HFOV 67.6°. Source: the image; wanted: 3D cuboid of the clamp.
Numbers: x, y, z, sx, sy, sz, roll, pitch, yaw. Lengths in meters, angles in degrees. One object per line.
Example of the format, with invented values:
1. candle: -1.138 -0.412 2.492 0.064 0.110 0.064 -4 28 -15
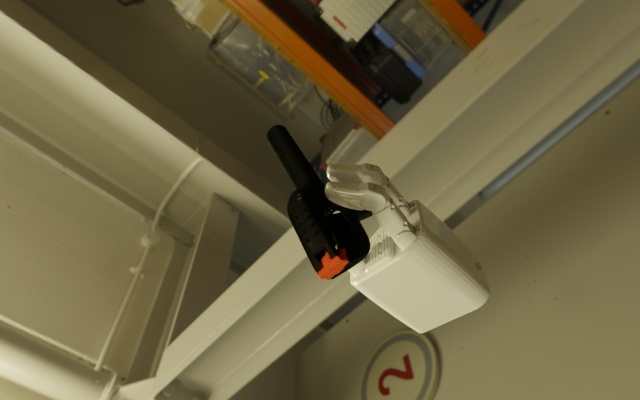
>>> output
1. clamp: 0.000 0.003 0.489 0.164 0.036 0.210 38 21 -13
